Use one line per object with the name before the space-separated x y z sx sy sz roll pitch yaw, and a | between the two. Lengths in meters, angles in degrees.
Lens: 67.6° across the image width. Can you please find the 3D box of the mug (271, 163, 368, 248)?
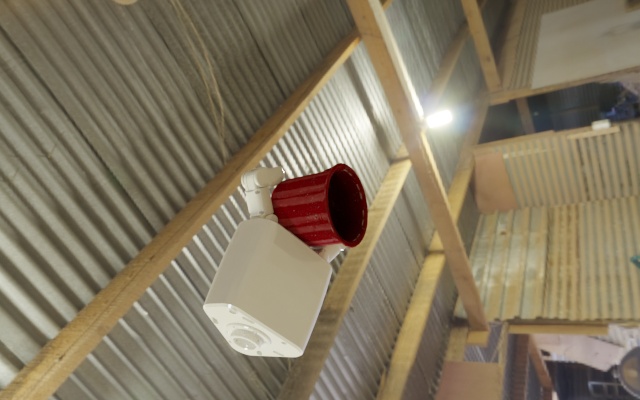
mug | 0.000 0.001 0.549 0.081 0.117 0.093 -9 -48 32
